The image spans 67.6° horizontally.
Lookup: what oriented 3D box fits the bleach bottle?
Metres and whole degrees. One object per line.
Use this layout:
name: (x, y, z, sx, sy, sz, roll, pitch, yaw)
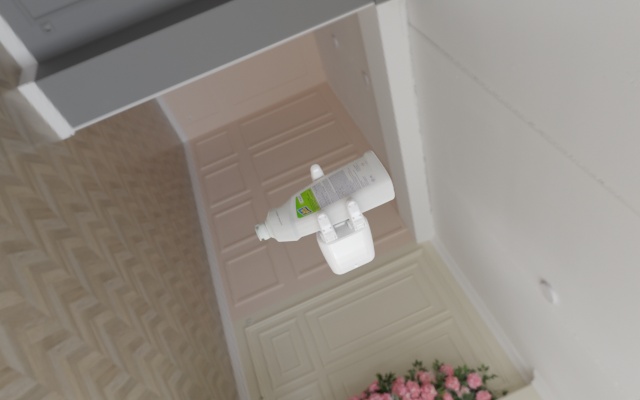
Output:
bleach bottle: (0.000, 0.003, 0.860, 0.251, 0.068, 0.102, -24, 46, -3)
